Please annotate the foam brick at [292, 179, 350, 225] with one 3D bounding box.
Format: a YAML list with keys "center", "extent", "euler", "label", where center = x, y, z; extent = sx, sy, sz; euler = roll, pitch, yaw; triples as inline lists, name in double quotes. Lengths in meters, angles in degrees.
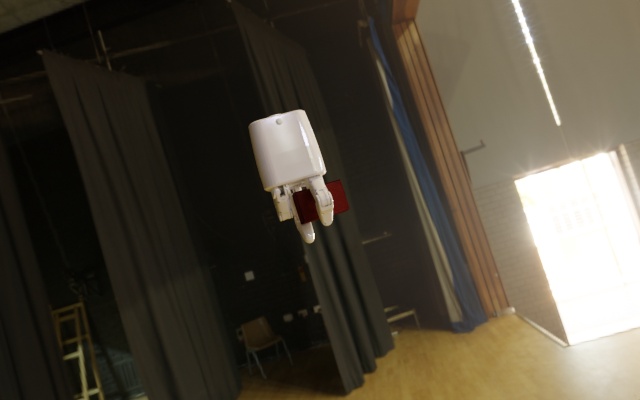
- center: [0.000, 0.003, 0.764]
  extent: [0.078, 0.051, 0.053]
  euler: [-16, -4, -10]
  label: "foam brick"
